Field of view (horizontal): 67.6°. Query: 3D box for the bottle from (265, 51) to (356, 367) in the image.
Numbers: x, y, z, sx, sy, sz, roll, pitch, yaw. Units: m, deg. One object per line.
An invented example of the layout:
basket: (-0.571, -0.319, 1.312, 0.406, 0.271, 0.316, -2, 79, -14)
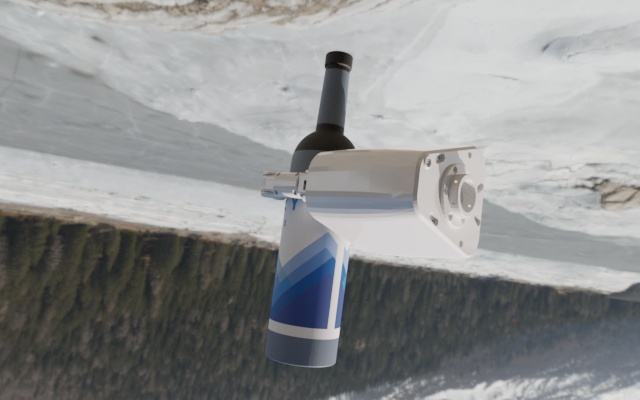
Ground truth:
bottle: (0.000, 0.002, 0.460, 0.069, 0.295, 0.069, 7, -6, 1)
